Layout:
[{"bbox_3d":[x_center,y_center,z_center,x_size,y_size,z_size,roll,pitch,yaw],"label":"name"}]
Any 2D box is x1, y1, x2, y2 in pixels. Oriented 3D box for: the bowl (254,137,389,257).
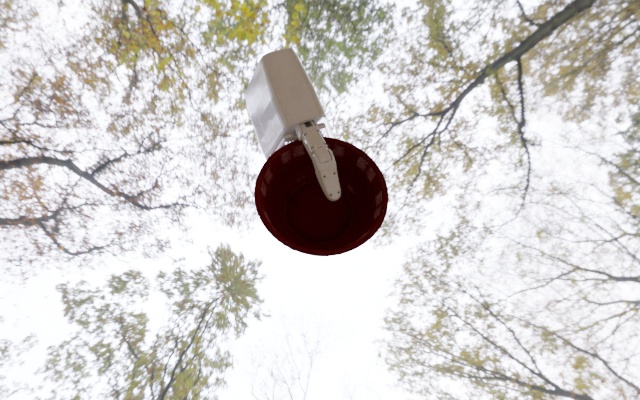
[{"bbox_3d":[0.000,0.003,0.593,0.162,0.162,0.055,0,-27,-4],"label":"bowl"}]
